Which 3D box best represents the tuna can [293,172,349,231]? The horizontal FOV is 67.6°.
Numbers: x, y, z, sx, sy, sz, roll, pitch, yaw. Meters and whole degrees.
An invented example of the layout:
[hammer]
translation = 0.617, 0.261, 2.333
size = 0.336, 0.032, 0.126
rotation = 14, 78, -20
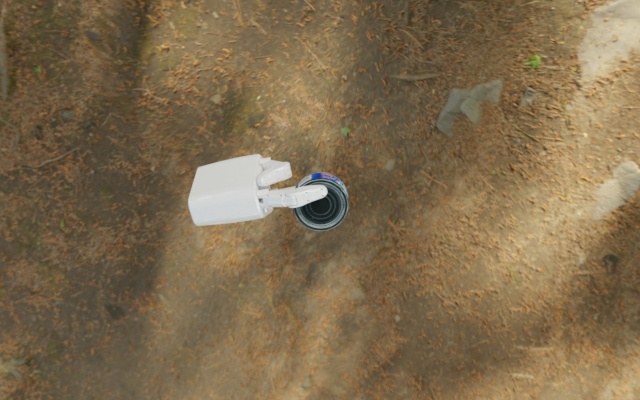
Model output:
[tuna can]
translation = 0.000, 0.003, 0.724
size = 0.086, 0.086, 0.033
rotation = 0, 19, 0
